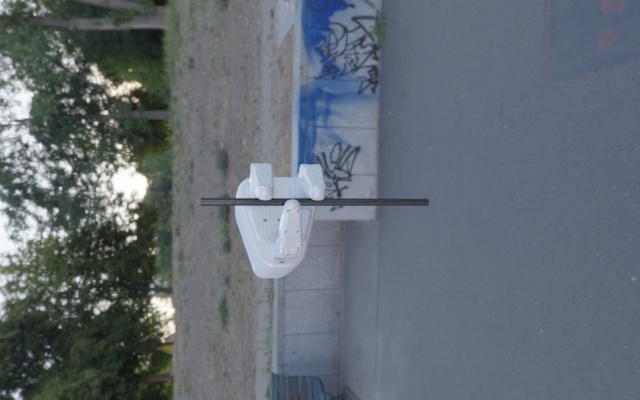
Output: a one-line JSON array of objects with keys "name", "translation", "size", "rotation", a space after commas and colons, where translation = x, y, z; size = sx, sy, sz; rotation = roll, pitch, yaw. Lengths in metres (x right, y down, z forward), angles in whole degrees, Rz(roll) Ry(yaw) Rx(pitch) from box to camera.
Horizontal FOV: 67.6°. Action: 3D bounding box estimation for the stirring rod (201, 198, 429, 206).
[{"name": "stirring rod", "translation": [0.000, 0.002, 0.495], "size": [0.239, 0.011, 0.011], "rotation": [0, 0, -13]}]
